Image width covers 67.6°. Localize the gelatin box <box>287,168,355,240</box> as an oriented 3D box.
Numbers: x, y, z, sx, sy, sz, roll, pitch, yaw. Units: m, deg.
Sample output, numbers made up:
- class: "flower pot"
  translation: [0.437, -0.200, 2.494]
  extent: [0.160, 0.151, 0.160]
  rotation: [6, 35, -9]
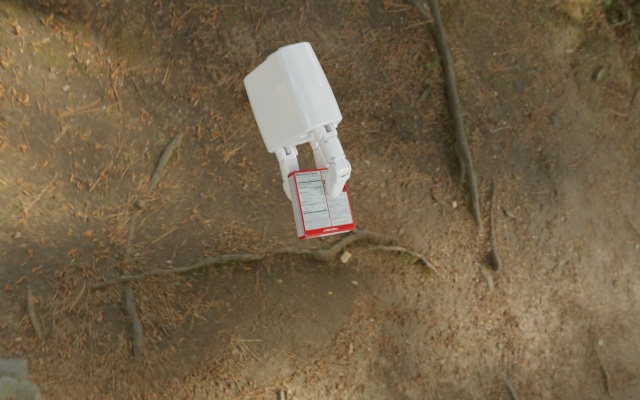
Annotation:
- class: "gelatin box"
  translation: [0.000, 0.002, 0.635]
  extent: [0.073, 0.089, 0.030]
  rotation: [-8, -9, -25]
